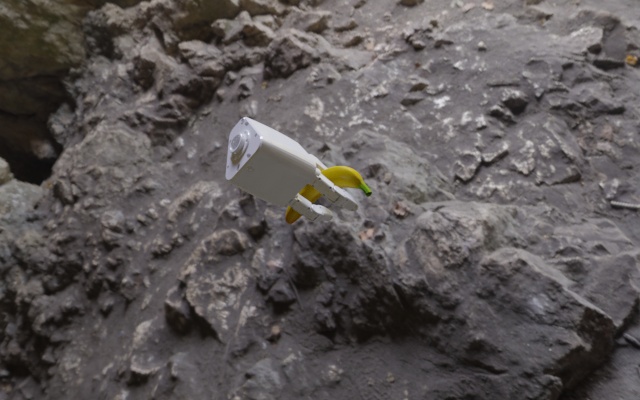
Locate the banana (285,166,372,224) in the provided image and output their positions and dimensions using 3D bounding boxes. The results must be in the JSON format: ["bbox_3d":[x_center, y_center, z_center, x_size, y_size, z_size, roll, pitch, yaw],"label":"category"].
[{"bbox_3d":[0.002,-0.016,0.832,0.037,0.069,0.198,16,-28,-42],"label":"banana"}]
